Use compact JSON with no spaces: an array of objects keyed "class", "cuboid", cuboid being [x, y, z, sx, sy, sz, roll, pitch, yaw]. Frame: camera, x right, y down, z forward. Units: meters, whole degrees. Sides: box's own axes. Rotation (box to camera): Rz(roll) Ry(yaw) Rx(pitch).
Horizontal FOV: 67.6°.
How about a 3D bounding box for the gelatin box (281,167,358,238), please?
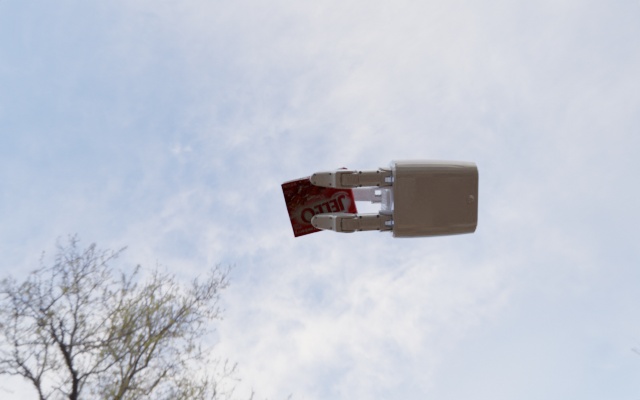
[{"class":"gelatin box","cuboid":[0.000,0.002,0.624,0.089,0.073,0.030,-14,7,5]}]
